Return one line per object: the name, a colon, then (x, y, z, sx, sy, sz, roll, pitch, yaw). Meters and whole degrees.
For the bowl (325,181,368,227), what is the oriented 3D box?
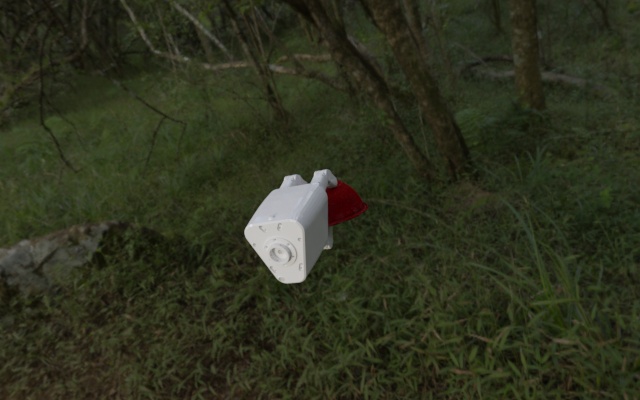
bowl: (0.000, 0.002, 0.845, 0.162, 0.055, 0.162, -13, 11, 3)
